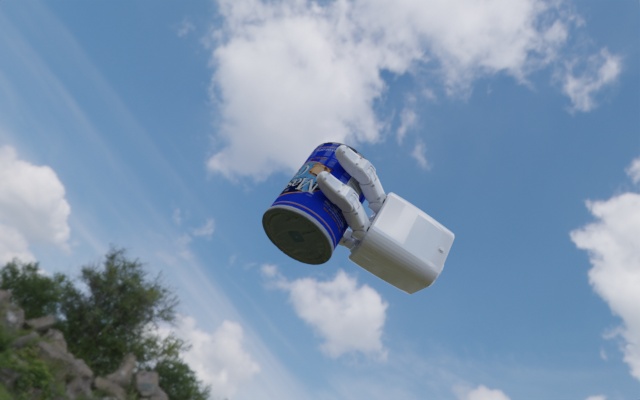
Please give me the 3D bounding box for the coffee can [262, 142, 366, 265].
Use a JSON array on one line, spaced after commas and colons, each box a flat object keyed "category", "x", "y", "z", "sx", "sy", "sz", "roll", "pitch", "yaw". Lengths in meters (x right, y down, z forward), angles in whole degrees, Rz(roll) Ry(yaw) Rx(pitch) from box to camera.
[{"category": "coffee can", "x": 0.000, "y": 0.002, "z": 0.652, "sx": 0.103, "sy": 0.103, "sz": 0.140, "roll": 0, "pitch": 41, "yaw": 37}]
